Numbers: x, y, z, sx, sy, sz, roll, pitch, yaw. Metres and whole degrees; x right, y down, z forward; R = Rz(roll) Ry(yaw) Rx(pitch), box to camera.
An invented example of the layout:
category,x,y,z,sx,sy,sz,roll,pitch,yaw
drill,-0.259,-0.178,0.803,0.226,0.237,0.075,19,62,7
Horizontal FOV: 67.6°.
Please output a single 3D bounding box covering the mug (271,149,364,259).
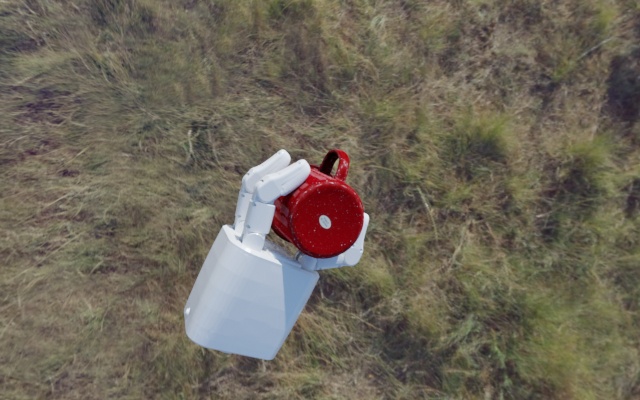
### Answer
category,x,y,z,sx,sy,sz,roll,pitch,yaw
mug,0.001,0.000,0.504,0.093,0.117,0.081,25,2,-22
